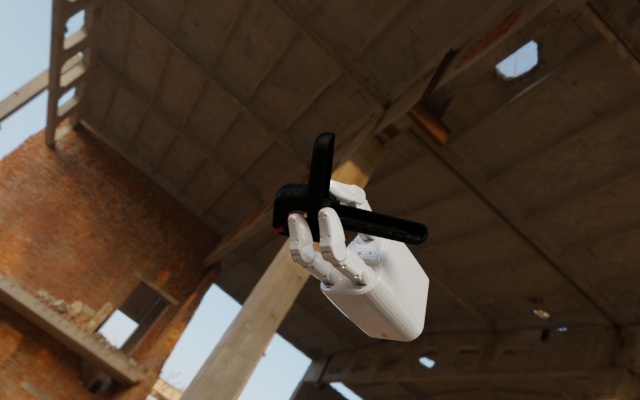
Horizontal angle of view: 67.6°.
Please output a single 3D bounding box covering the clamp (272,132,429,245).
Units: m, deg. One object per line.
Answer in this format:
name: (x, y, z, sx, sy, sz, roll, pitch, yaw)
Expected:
clamp: (0.000, 0.001, 0.558, 0.210, 0.036, 0.165, -12, -52, 47)
